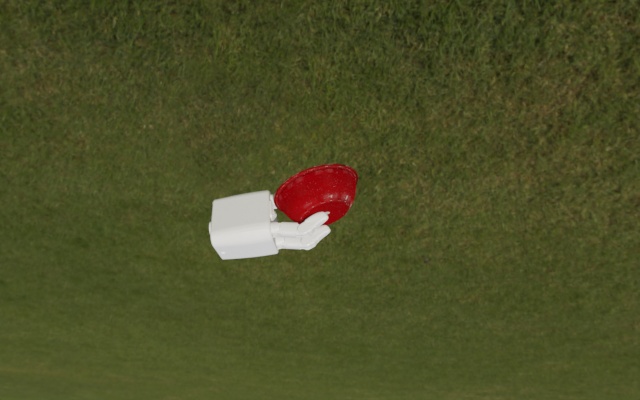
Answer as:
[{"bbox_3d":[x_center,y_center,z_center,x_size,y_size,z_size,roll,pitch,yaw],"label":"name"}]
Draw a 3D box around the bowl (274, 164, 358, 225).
[{"bbox_3d":[0.001,0.003,0.861,0.162,0.055,0.162,-15,-28,-8],"label":"bowl"}]
